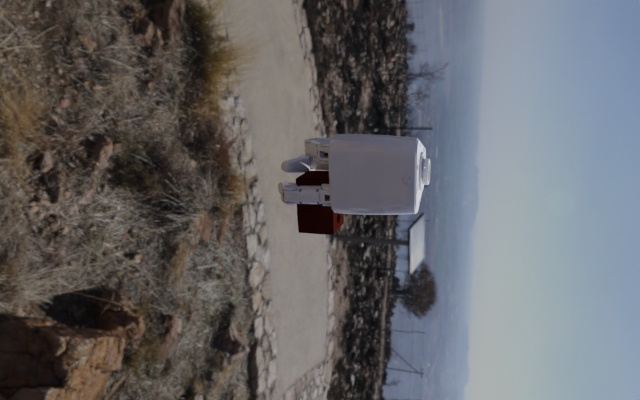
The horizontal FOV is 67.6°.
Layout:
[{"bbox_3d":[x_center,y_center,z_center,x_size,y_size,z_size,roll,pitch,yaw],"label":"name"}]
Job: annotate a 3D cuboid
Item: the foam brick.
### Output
[{"bbox_3d":[0.000,0.002,0.647,0.051,0.078,0.053,3,16,17],"label":"foam brick"}]
